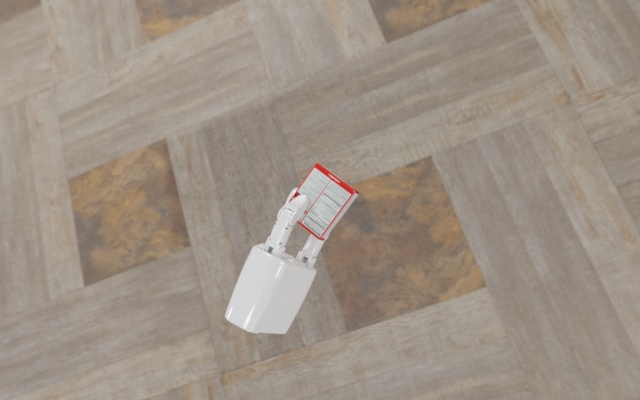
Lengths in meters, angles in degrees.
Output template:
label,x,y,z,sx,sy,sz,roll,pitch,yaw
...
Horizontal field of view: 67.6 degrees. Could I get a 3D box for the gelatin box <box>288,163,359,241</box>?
label,x,y,z,sx,sy,sz,roll,pitch,yaw
gelatin box,0.000,0.002,0.692,0.073,0.089,0.030,37,6,17
